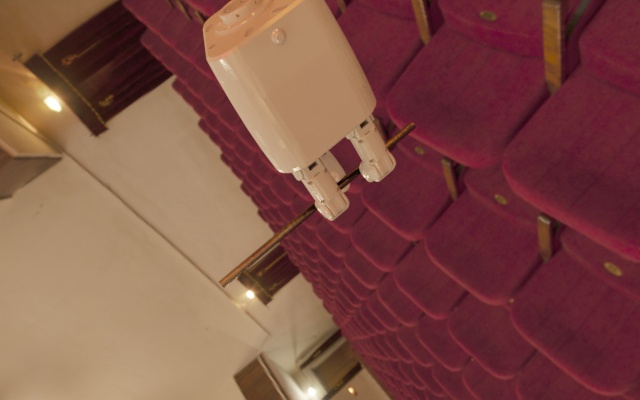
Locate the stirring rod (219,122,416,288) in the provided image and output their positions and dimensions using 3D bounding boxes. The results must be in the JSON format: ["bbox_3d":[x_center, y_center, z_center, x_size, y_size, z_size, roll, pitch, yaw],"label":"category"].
[{"bbox_3d":[0.000,0.001,0.457,0.239,0.011,0.011,-40,6,-8],"label":"stirring rod"}]
